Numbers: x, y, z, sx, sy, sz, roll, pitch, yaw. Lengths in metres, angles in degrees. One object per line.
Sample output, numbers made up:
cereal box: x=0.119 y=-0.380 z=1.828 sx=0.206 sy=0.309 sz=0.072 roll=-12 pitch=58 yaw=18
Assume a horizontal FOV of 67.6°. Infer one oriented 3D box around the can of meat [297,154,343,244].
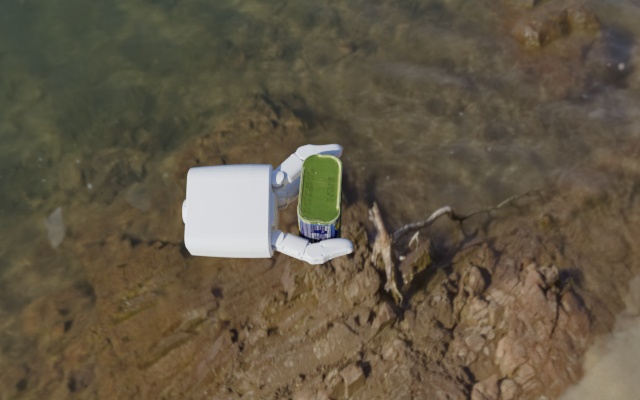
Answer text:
can of meat: x=0.000 y=0.002 z=0.614 sx=0.057 sy=0.102 sz=0.084 roll=3 pitch=-27 yaw=2
